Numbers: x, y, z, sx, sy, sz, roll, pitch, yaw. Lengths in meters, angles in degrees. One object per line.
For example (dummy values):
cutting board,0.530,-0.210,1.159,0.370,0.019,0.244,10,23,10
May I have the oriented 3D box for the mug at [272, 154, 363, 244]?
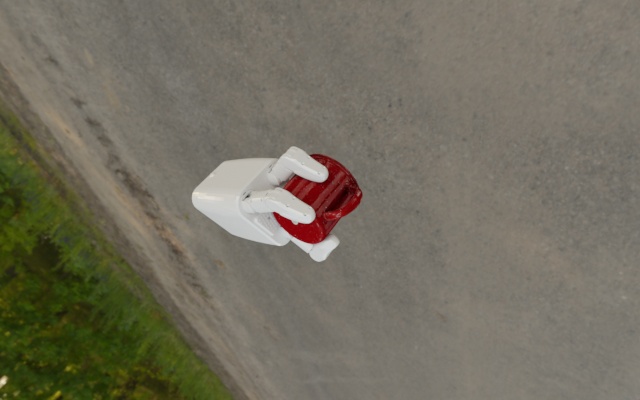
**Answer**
mug,0.001,0.002,0.602,0.117,0.093,0.081,5,45,42
